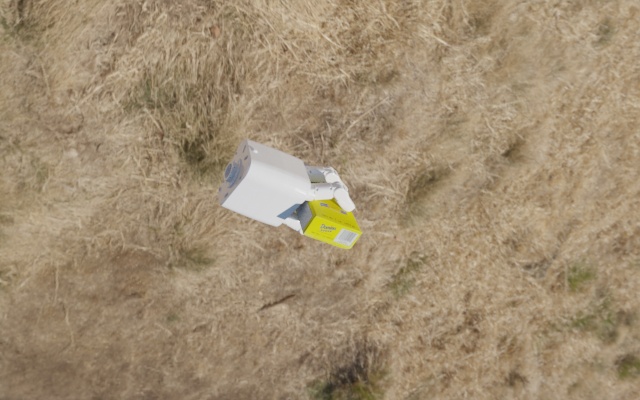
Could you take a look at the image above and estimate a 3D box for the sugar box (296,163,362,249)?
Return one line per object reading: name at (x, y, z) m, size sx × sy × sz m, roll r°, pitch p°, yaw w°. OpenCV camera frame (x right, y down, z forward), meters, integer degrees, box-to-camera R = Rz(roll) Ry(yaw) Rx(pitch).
sugar box at (0.000, 0.002, 0.812) m, size 0.093 × 0.048 × 0.176 m, roll 22°, pitch 28°, yaw -29°
